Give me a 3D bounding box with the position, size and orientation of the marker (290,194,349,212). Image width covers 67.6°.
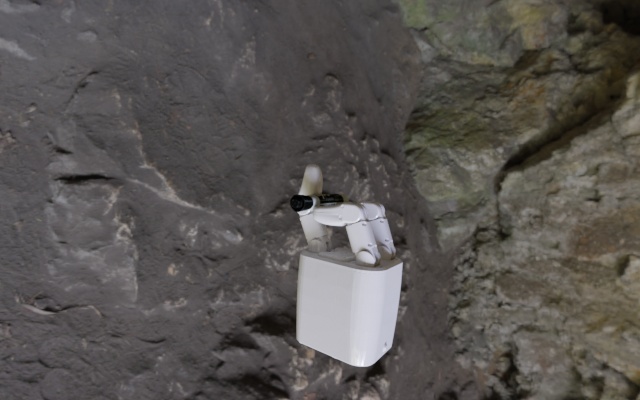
[{"bbox_3d":[0.000,0.002,0.554,0.020,0.020,0.121,0,1,27],"label":"marker"}]
